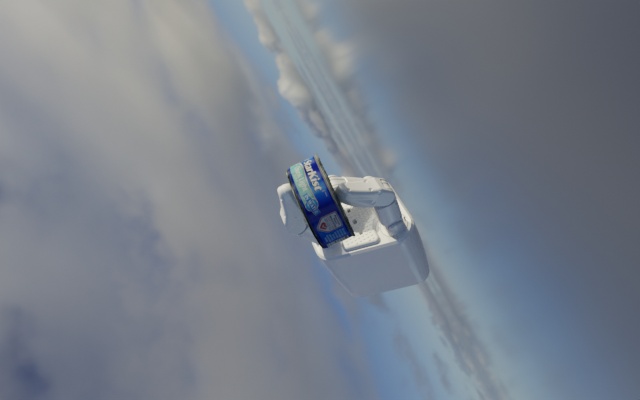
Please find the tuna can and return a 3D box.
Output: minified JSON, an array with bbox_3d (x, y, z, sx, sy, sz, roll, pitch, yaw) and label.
[{"bbox_3d":[0.000,0.002,0.452,0.034,0.086,0.086,-25,-1,3],"label":"tuna can"}]
